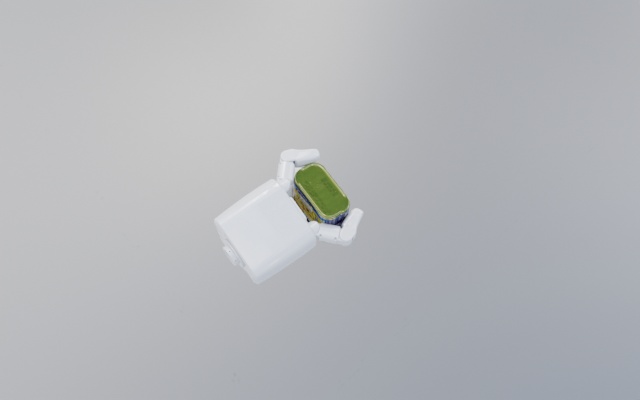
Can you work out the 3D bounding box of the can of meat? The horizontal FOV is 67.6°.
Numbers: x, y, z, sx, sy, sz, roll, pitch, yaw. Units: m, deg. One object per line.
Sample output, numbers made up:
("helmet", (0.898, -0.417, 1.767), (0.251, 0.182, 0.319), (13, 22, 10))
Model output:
("can of meat", (0.000, 0.002, 0.741), (0.057, 0.102, 0.084), (-32, -21, -17))
